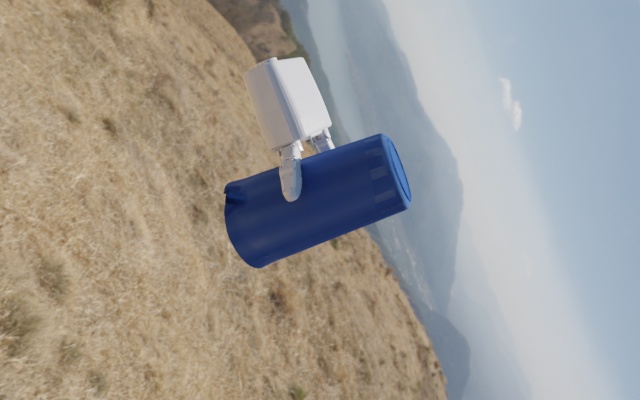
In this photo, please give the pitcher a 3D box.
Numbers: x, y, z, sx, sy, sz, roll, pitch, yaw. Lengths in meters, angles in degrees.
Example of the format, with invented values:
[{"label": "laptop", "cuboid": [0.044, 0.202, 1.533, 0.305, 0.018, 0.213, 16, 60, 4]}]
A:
[{"label": "pitcher", "cuboid": [0.000, 0.002, 0.672, 0.243, 0.145, 0.149, -19, 10, 16]}]
